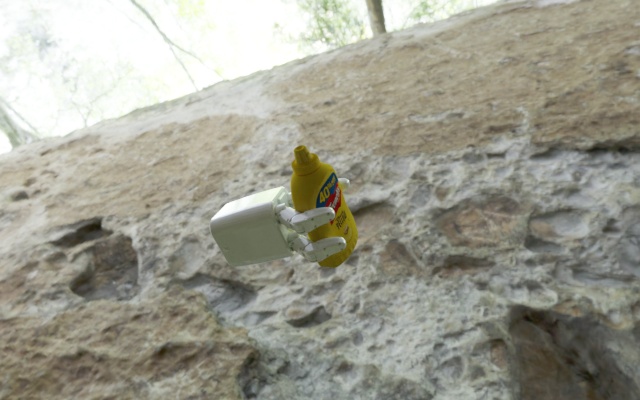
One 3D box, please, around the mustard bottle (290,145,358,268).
[{"bbox_3d":[0.001,0.003,0.716,0.058,0.192,0.096,1,39,32],"label":"mustard bottle"}]
